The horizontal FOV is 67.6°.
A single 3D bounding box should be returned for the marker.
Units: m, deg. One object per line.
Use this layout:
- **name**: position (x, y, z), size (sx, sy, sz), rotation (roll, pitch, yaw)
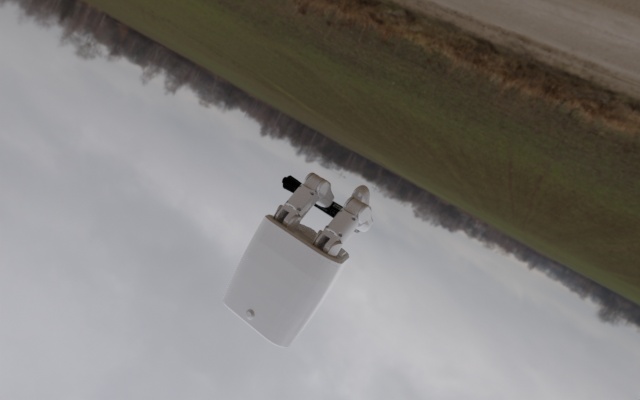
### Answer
- **marker**: position (0.000, 0.002, 0.572), size (0.121, 0.020, 0.020), rotation (31, 15, 27)
